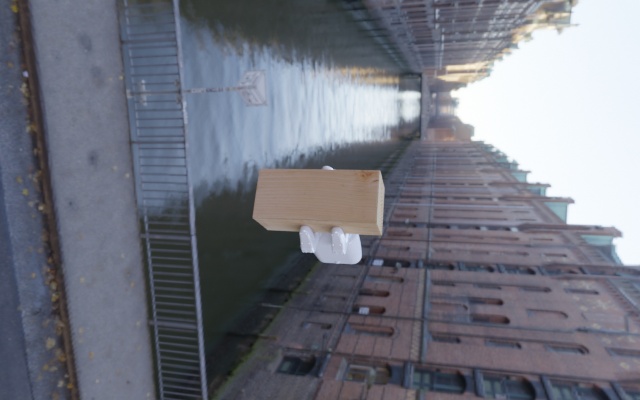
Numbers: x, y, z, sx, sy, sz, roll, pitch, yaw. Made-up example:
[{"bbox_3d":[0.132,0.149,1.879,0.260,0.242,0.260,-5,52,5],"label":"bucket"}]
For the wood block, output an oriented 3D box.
[{"bbox_3d":[0.000,0.003,0.816,0.206,0.090,0.090,1,-17,13],"label":"wood block"}]
